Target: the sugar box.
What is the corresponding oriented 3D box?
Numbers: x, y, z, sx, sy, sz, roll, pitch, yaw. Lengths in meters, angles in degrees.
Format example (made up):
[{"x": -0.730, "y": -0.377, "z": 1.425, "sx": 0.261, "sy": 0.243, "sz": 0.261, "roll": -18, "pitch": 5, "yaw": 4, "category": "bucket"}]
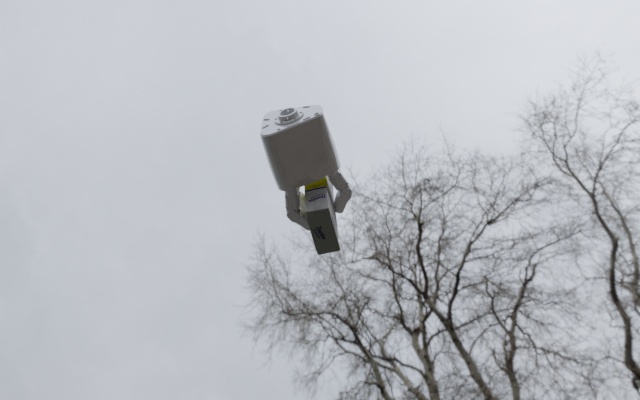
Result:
[{"x": 0.000, "y": 0.003, "z": 0.840, "sx": 0.048, "sy": 0.093, "sz": 0.176, "roll": -11, "pitch": 34, "yaw": 7, "category": "sugar box"}]
